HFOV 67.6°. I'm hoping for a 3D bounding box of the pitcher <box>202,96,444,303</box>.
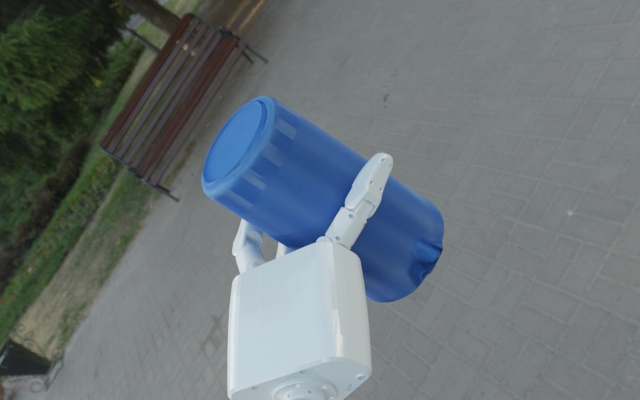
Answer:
[{"bbox_3d":[0.000,0.002,0.502,0.243,0.145,0.149,33,-54,-32],"label":"pitcher"}]
